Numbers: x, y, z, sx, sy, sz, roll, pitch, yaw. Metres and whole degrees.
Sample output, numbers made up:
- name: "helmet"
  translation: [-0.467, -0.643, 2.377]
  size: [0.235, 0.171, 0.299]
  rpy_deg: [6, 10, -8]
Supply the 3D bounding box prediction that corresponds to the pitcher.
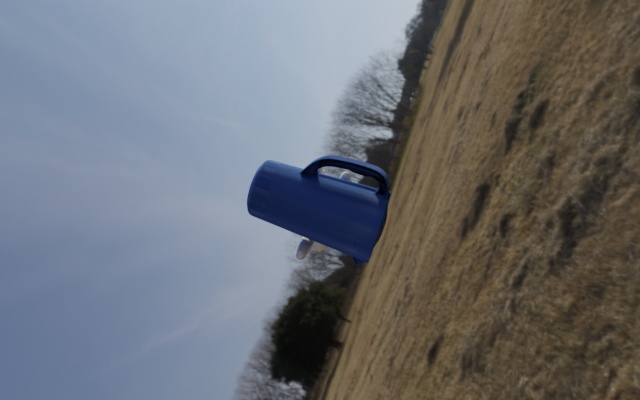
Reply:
- name: "pitcher"
  translation: [0.000, 0.003, 0.854]
  size: [0.243, 0.149, 0.145]
  rpy_deg: [19, -17, 6]
